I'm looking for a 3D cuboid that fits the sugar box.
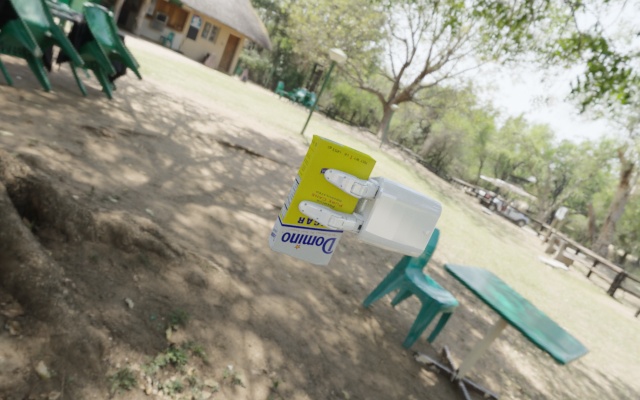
[{"bbox_3d":[0.000,0.002,0.689,0.093,0.176,0.048,19,12,-18],"label":"sugar box"}]
